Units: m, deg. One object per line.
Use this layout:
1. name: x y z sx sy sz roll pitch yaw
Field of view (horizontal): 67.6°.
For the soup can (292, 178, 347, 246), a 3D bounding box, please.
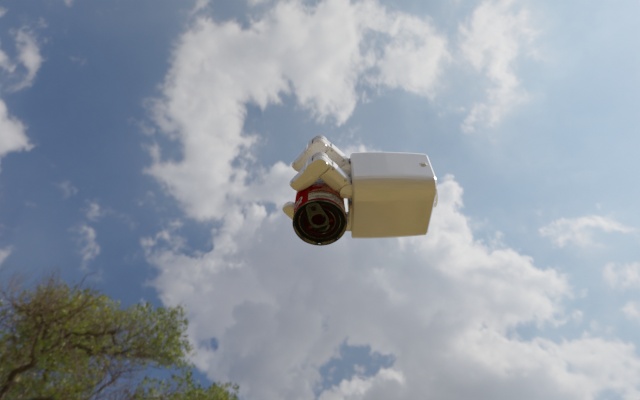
1. soup can: 0.000 0.002 0.630 0.068 0.068 0.102 0 32 1
